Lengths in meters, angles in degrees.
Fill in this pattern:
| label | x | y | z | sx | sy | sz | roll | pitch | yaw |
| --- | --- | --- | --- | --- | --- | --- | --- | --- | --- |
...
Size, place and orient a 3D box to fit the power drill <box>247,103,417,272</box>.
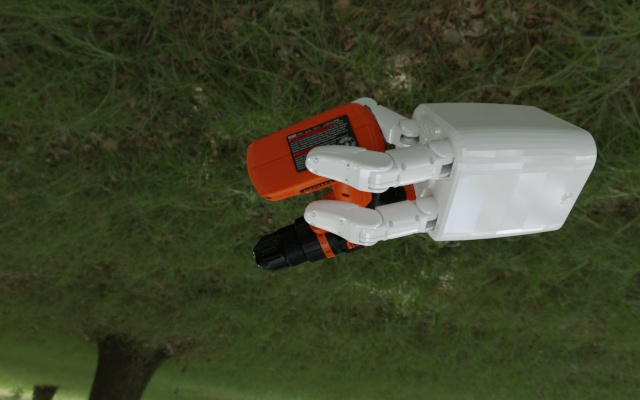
| label | x | y | z | sx | sy | sz | roll | pitch | yaw |
| --- | --- | --- | --- | --- | --- | --- | --- | --- | --- |
| power drill | 0.000 | 0.001 | 0.440 | 0.184 | 0.057 | 0.188 | -23 | -26 | 4 |
